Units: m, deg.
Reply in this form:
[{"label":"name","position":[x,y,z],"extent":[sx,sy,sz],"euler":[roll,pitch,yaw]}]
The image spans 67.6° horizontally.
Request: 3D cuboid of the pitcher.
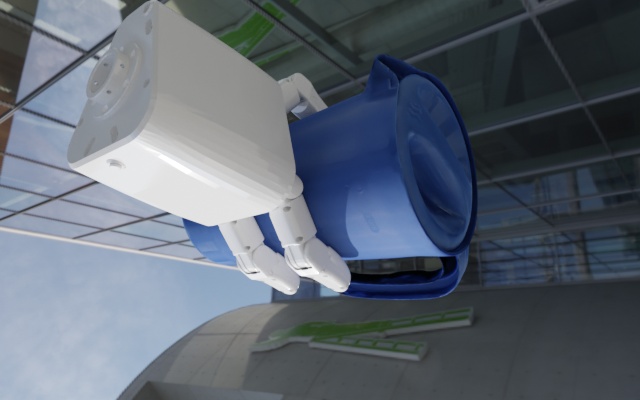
[{"label":"pitcher","position":[0.000,0.001,0.405],"extent":[0.243,0.149,0.145],"euler":[-12,-27,37]}]
